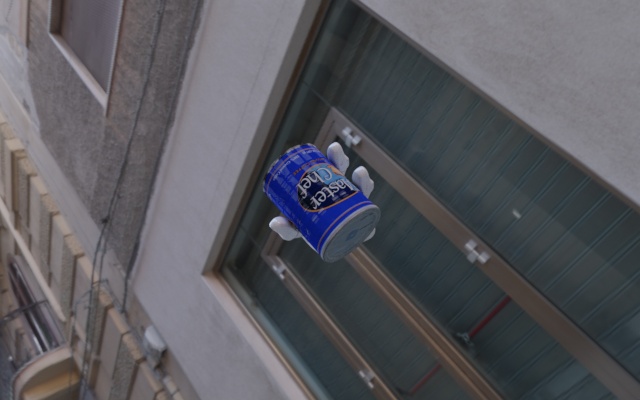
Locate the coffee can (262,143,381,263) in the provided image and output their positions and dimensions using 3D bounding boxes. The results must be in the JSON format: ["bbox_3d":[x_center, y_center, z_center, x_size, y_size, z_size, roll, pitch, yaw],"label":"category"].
[{"bbox_3d":[0.000,0.002,0.672,0.140,0.103,0.103,46,23,24],"label":"coffee can"}]
